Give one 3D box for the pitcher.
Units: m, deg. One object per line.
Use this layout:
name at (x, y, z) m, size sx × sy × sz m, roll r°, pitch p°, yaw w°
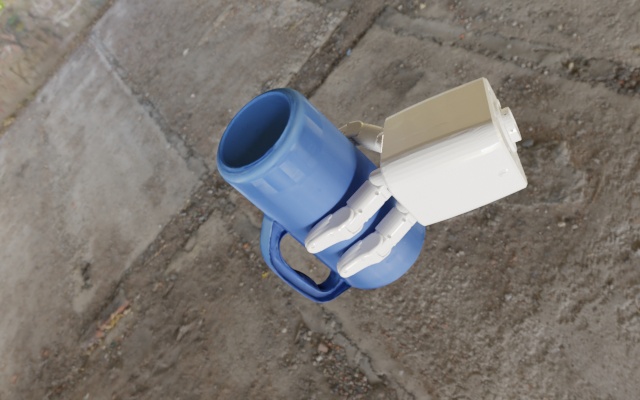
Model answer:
pitcher at (0.000, 0.002, 0.520) m, size 0.145 × 0.149 × 0.243 m, roll -21°, pitch -41°, yaw 28°
